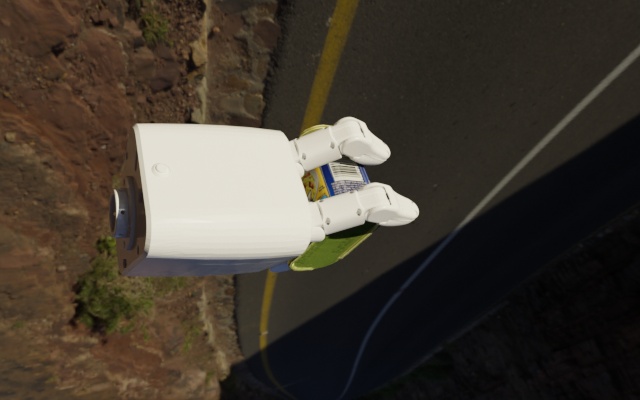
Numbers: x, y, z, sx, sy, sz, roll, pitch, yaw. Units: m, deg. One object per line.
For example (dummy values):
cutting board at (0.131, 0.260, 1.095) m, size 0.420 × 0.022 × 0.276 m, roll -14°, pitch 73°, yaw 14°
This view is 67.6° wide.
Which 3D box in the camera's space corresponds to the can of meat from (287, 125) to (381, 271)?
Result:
can of meat at (0.000, 0.002, 0.406) m, size 0.057 × 0.084 × 0.102 m, roll 2°, pitch -34°, yaw -34°
